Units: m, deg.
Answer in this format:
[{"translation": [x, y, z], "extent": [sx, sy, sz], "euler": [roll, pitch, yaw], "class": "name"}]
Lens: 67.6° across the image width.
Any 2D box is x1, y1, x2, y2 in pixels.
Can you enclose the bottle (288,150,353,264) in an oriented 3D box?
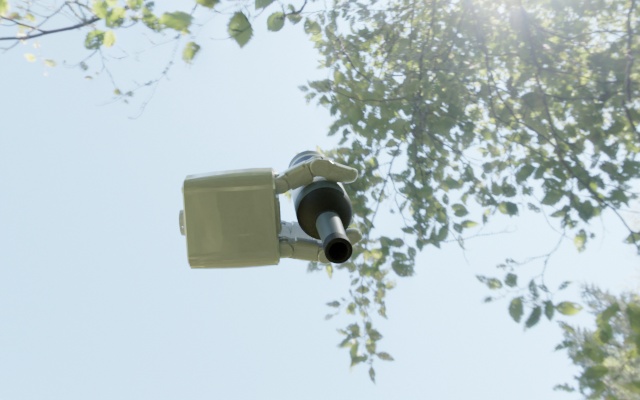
[{"translation": [0.000, 0.002, 0.591], "extent": [0.069, 0.069, 0.295], "euler": [0, 18, -7], "class": "bottle"}]
